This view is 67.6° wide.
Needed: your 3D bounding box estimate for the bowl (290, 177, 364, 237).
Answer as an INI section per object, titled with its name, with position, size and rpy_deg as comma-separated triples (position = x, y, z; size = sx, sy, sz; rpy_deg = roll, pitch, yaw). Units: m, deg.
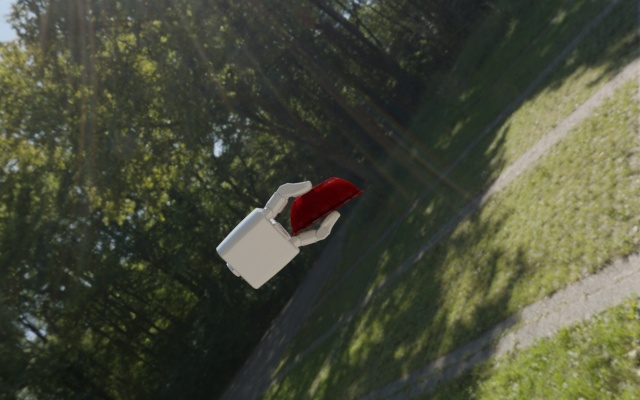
[bowl]
position = 0.001, 0.002, 0.898
size = 0.162, 0.055, 0.162
rpy_deg = -32, -2, -1
